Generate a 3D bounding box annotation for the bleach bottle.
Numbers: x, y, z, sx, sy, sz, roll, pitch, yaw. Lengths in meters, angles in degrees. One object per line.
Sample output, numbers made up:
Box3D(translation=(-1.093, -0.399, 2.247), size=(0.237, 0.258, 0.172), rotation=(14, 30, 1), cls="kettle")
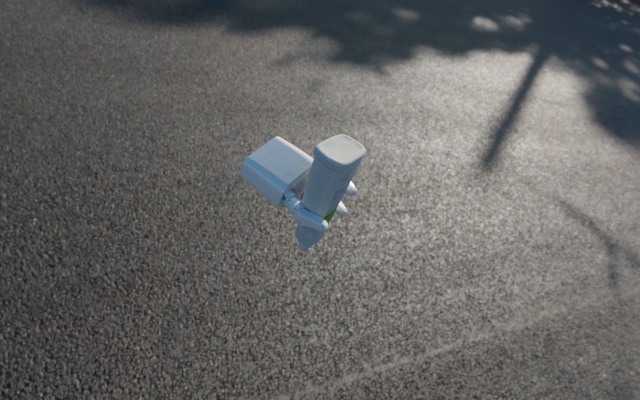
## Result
Box3D(translation=(0.000, 0.003, 0.885), size=(0.068, 0.251, 0.102), rotation=(36, 39, 17), cls="bleach bottle")
